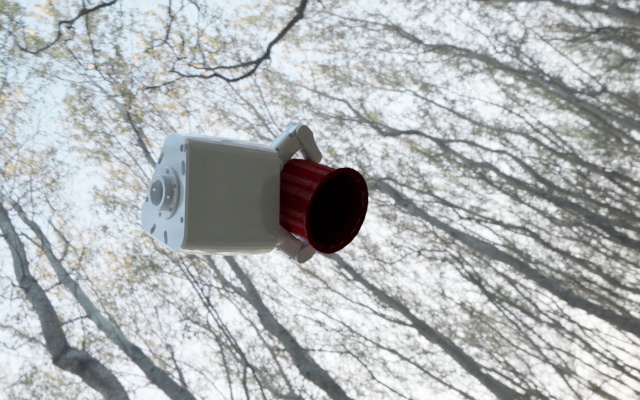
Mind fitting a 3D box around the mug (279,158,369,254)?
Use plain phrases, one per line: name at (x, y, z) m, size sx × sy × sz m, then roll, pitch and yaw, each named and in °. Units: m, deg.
mug at (0.001, 0.002, 0.528) m, size 0.117 × 0.093 × 0.081 m, roll 6°, pitch 11°, yaw -46°
